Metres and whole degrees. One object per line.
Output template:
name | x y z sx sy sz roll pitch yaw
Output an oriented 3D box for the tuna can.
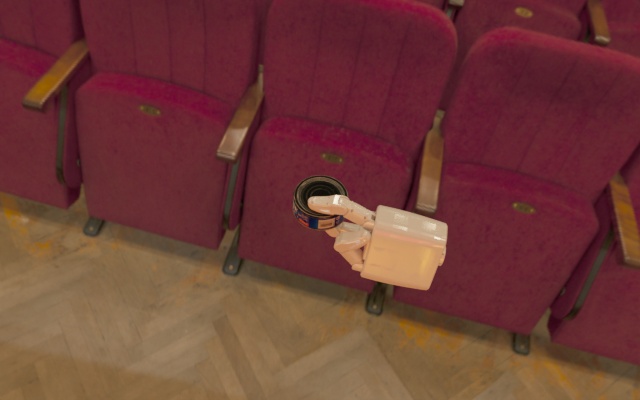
tuna can | 0.000 0.002 0.734 0.086 0.086 0.034 0 -38 -3
